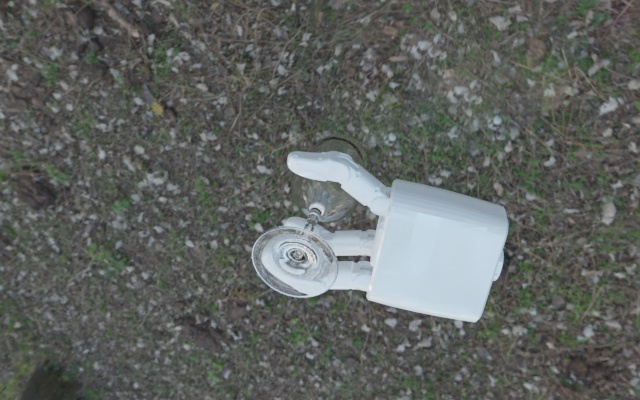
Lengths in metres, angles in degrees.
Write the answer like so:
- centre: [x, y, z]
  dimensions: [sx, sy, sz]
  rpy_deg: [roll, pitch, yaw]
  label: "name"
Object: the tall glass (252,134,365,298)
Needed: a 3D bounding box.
- centre: [0.000, 0.002, 0.476]
  dimensions: [0.079, 0.079, 0.201]
  rpy_deg: [0, 31, 14]
  label: "tall glass"
